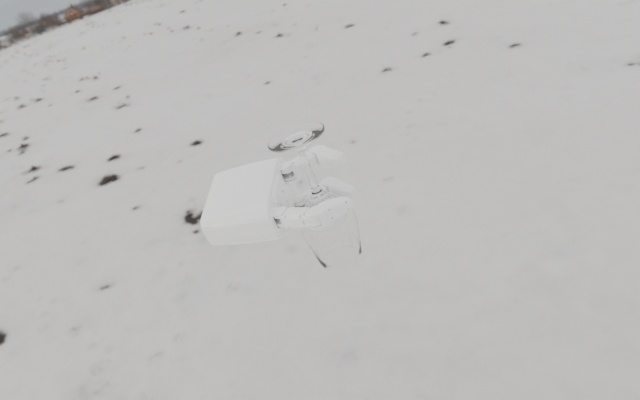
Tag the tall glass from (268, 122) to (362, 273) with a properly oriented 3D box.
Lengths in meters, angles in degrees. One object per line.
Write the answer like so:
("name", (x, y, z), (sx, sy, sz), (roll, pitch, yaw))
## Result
("tall glass", (0.000, 0.002, 0.635), (0.079, 0.201, 0.079), (-16, 29, 9))
